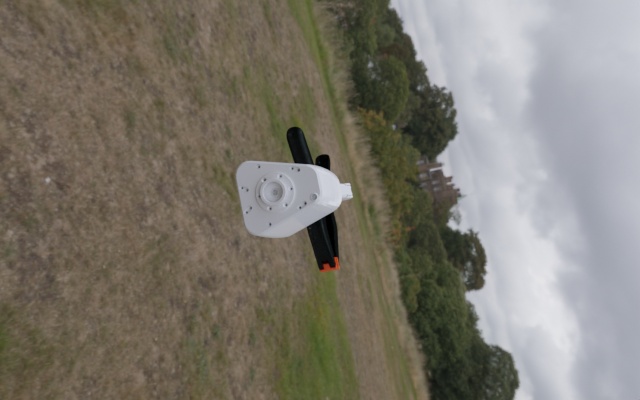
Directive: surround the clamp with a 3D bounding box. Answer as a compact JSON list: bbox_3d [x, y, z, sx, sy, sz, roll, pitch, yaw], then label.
[{"bbox_3d":[0.001,0.003,0.734,0.036,0.210,0.164,-13,-6,15],"label":"clamp"}]
